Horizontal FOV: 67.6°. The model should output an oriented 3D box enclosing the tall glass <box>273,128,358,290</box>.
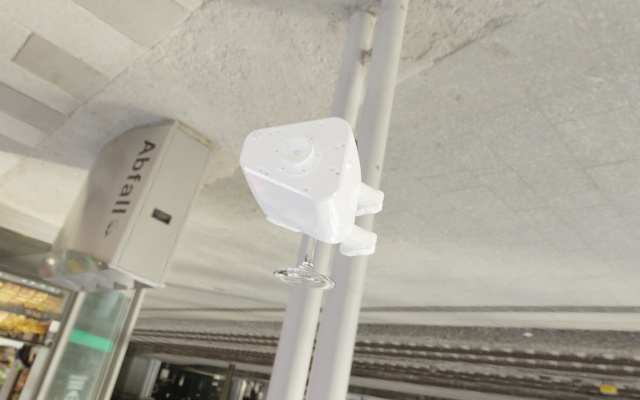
[{"bbox_3d":[0.000,0.003,0.589,0.079,0.201,0.079,10,-23,4],"label":"tall glass"}]
